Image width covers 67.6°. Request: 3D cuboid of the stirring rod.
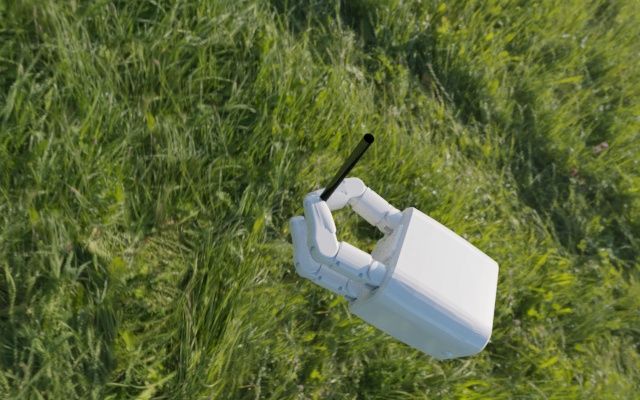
[{"bbox_3d":[0.000,0.001,0.435,0.011,0.011,0.240,0,-22,-17],"label":"stirring rod"}]
